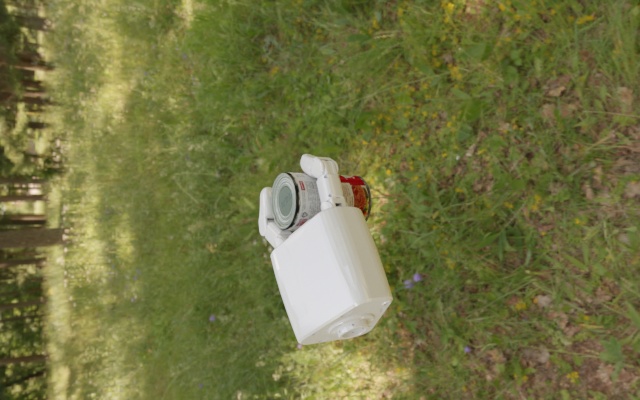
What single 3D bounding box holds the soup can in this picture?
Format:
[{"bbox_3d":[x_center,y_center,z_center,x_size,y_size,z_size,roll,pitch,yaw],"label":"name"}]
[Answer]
[{"bbox_3d":[0.000,0.001,0.570,0.102,0.068,0.068,1,-1,-31],"label":"soup can"}]
